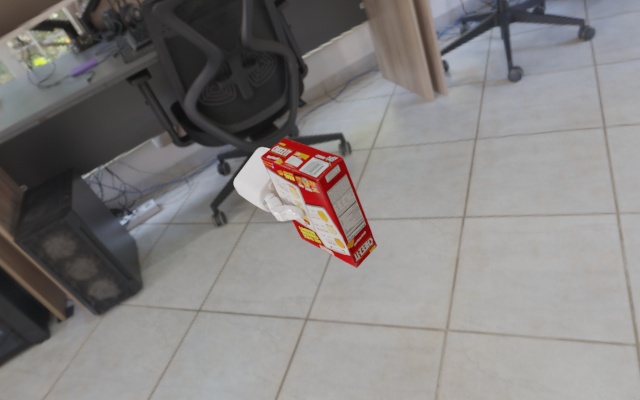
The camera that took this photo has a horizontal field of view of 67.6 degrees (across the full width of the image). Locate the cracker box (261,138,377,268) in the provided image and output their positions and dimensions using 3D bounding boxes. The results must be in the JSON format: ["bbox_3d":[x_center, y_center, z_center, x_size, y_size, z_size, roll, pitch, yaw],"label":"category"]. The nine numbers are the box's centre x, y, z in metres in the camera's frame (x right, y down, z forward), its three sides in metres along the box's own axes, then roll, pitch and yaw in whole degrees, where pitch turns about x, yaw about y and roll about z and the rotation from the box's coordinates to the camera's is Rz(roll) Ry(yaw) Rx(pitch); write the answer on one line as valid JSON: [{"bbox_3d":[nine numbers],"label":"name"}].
[{"bbox_3d":[0.000,0.003,0.866,0.072,0.214,0.164,-42,40,-22],"label":"cracker box"}]
